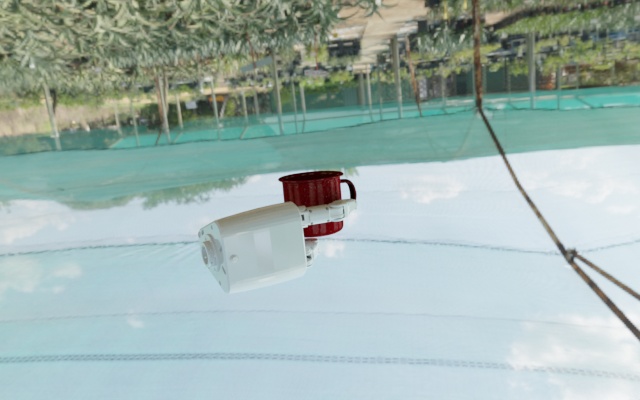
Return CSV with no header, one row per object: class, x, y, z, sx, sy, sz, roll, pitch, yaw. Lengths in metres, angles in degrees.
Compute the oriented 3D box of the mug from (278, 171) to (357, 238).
mug,0.001,0.002,0.686,0.117,0.081,0.093,-11,12,-29
